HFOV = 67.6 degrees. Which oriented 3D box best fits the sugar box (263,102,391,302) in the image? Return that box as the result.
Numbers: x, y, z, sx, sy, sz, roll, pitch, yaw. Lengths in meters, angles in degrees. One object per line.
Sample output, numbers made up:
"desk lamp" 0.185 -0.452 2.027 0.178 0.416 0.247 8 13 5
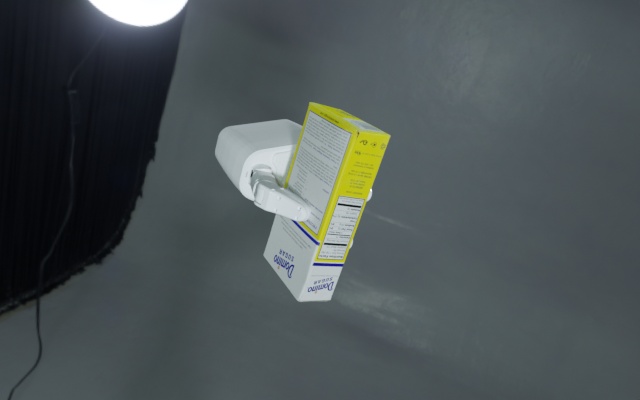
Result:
"sugar box" 0.001 0.001 0.475 0.048 0.176 0.093 4 23 -32
